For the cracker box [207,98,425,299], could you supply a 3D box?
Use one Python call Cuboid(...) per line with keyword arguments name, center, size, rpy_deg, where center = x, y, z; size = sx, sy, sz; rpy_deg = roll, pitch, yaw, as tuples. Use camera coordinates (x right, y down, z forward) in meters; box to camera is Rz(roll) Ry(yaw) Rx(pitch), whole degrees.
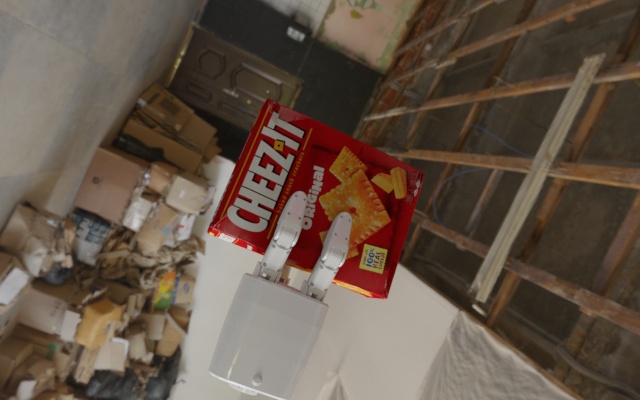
Cuboid(name="cracker box", center=(0.000, 0.002, 0.561), size=(0.214, 0.164, 0.072), rpy_deg=(24, -15, -12))
